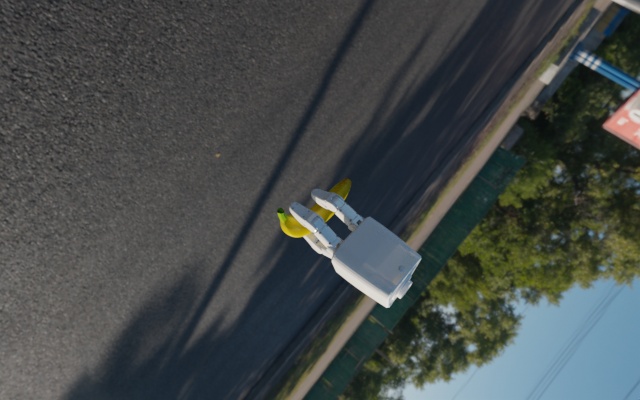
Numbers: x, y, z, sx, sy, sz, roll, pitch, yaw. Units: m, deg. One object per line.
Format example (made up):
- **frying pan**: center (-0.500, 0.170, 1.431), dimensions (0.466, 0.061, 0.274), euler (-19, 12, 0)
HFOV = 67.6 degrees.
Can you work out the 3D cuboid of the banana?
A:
- **banana**: center (-0.007, 0.018, 0.822), dimensions (0.037, 0.070, 0.197), euler (35, 35, 21)
